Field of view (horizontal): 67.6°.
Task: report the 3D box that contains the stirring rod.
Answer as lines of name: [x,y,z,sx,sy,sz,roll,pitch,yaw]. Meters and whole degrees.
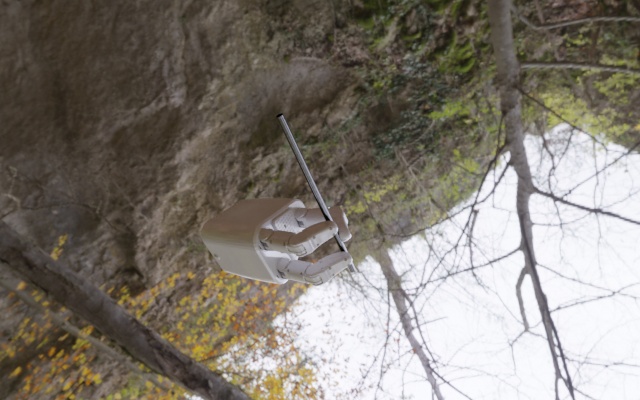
stirring rod: [0.000,0.002,0.564,0.011,0.240,0.011,-17,35,12]
